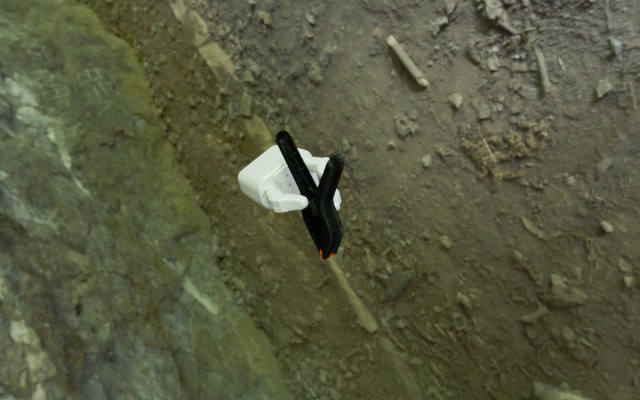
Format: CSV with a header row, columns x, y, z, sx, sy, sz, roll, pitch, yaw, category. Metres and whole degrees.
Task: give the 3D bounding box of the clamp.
x,y,z,sx,sy,sz,roll,pitch,yaw,category
-0.001,0.003,0.718,0.036,0.210,0.164,-25,24,-23,clamp
